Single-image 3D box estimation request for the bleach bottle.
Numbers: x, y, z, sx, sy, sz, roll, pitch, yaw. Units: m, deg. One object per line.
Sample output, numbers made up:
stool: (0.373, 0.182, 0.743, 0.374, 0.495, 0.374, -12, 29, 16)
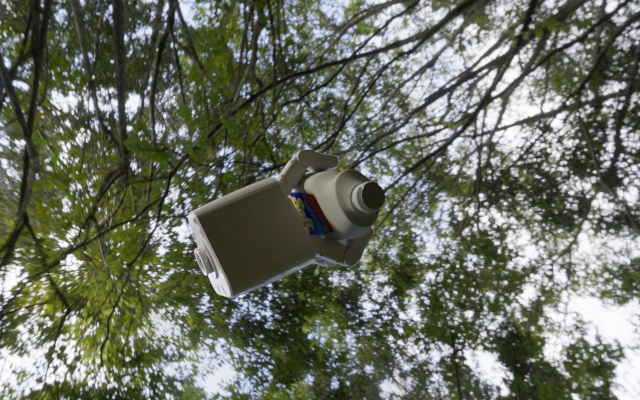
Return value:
bleach bottle: (0.000, 0.002, 0.597, 0.068, 0.102, 0.251, -22, 2, -25)
